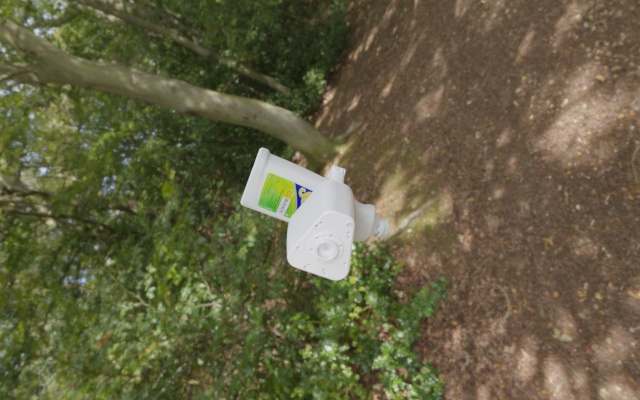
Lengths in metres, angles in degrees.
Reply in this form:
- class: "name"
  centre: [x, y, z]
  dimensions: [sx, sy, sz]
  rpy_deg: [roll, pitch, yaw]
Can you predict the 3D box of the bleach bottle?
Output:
- class: "bleach bottle"
  centre: [0.000, 0.003, 0.805]
  dimensions: [0.251, 0.103, 0.068]
  rpy_deg: [20, 25, -9]
